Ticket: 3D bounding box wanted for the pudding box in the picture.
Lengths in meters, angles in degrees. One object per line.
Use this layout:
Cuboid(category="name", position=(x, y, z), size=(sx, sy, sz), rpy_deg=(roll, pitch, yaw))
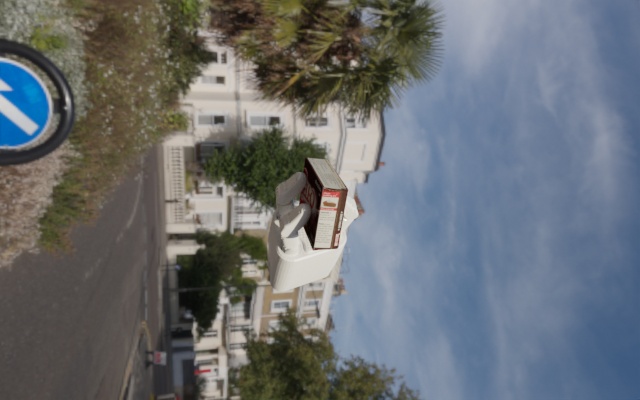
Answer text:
Cuboid(category="pudding box", position=(0.000, 0.002, 0.647), size=(0.039, 0.090, 0.113), rpy_deg=(0, 24, -17))
